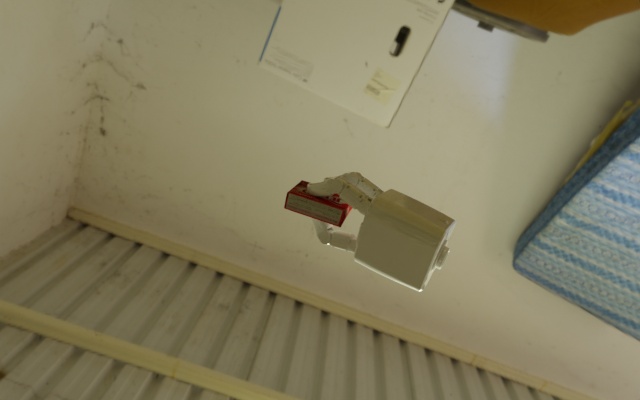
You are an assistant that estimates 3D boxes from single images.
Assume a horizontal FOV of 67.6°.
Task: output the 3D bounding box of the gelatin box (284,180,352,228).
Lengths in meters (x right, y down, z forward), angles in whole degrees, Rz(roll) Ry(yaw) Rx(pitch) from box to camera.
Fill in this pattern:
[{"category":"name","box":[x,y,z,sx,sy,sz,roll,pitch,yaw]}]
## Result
[{"category":"gelatin box","box":[0.000,0.003,0.703,0.089,0.030,0.073,17,19,9]}]
